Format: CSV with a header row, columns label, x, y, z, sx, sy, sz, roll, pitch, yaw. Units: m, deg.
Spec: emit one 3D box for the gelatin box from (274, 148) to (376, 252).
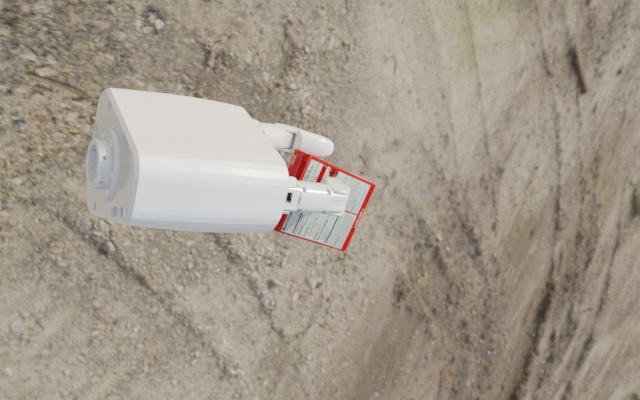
label,x,y,z,sx,sy,sz,roll,pitch,yaw
gelatin box,0.001,0.002,0.445,0.089,0.073,0.030,21,6,-38
